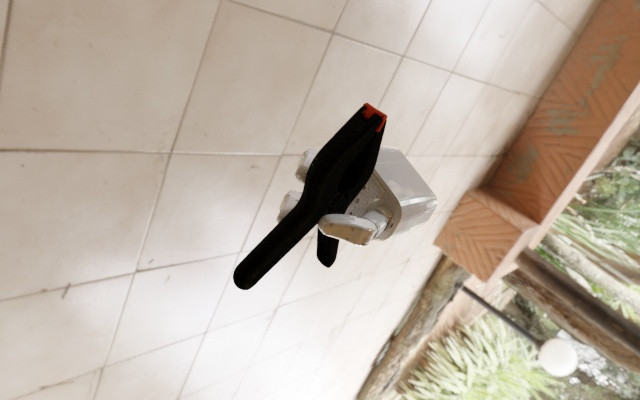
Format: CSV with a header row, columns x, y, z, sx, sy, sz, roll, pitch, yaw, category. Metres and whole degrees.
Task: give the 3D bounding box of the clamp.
x,y,z,sx,sy,sz,roll,pitch,yaw,category
0.001,0.002,0.479,0.036,0.210,0.164,38,28,25,clamp
